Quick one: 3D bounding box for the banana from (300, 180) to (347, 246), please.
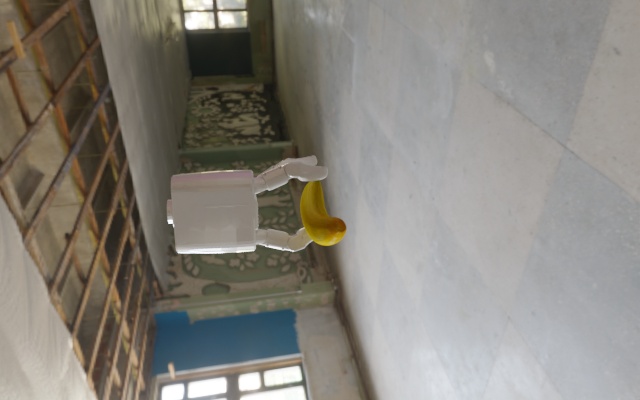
[{"bbox_3d":[-0.002,0.018,0.635,0.037,0.070,0.197,0,25,-11],"label":"banana"}]
